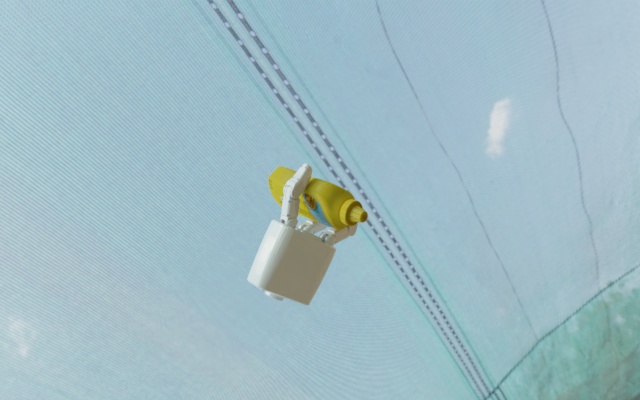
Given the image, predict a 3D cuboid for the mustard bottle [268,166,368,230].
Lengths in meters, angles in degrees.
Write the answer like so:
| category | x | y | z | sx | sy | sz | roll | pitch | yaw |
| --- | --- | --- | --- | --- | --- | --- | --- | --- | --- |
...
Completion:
| category | x | y | z | sx | sy | sz | roll | pitch | yaw |
| --- | --- | --- | --- | --- | --- | --- | --- | --- | --- |
| mustard bottle | 0.000 | 0.002 | 0.783 | 0.191 | 0.058 | 0.096 | 20 | -30 | 44 |
